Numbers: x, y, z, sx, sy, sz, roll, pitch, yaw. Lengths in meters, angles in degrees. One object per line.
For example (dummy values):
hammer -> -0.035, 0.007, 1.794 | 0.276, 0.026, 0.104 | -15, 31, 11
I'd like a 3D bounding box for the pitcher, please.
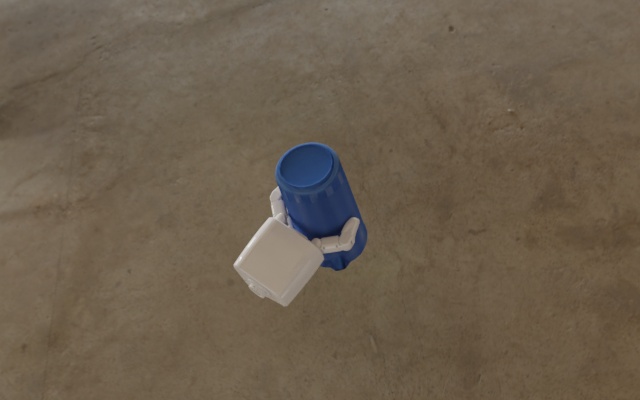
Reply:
pitcher -> 0.000, 0.003, 0.862 | 0.149, 0.145, 0.243 | 26, -24, 28
